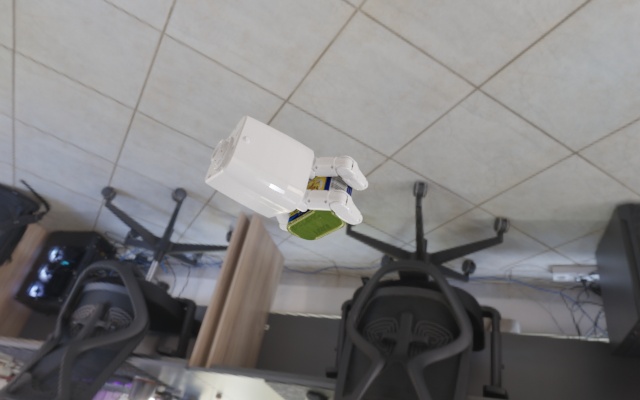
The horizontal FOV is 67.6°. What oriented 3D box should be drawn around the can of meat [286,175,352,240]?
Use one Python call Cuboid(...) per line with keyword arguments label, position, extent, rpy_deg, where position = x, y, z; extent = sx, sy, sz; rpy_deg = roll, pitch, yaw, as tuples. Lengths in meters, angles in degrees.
Cuboid(label="can of meat", position=(0.000, 0.003, 0.684), extent=(0.057, 0.084, 0.102), rpy_deg=(31, -37, -24))
